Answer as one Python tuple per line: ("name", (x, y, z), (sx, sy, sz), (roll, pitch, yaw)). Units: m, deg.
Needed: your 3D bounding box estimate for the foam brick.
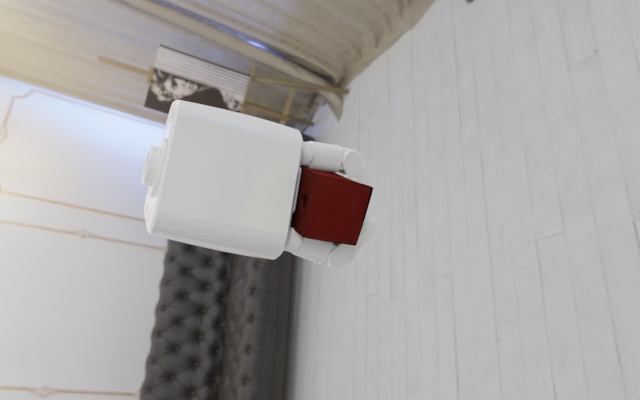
("foam brick", (0.000, 0.001, 0.415), (0.051, 0.053, 0.078), (12, 7, -25))
